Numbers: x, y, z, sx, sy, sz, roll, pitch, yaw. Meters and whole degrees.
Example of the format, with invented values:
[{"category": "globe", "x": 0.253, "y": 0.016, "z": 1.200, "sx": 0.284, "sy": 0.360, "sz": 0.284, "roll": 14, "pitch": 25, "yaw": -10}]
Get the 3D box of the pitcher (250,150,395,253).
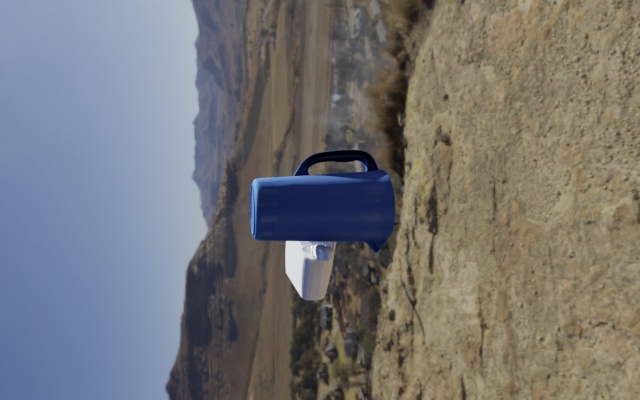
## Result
[{"category": "pitcher", "x": 0.000, "y": 0.003, "z": 0.848, "sx": 0.243, "sy": 0.145, "sz": 0.149, "roll": -1, "pitch": 34, "yaw": -12}]
